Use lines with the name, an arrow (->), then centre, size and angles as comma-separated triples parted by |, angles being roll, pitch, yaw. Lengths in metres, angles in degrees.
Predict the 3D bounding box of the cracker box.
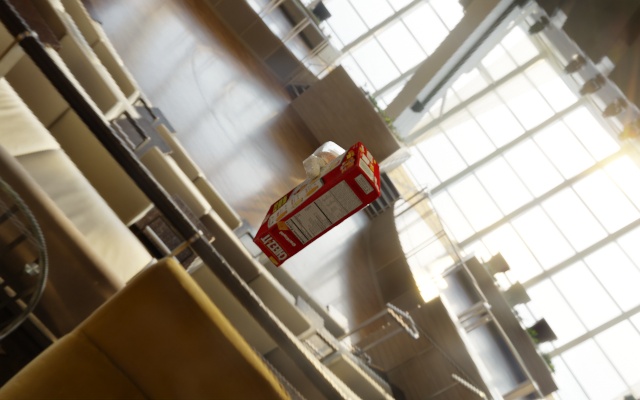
cracker box -> 0.000, 0.002, 0.815 | 0.214, 0.072, 0.164 | -36, 13, 16
